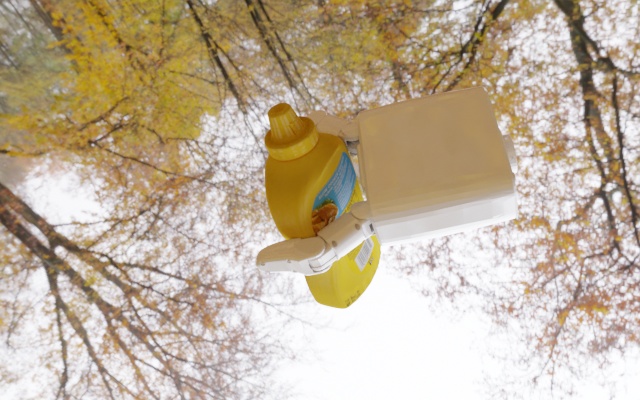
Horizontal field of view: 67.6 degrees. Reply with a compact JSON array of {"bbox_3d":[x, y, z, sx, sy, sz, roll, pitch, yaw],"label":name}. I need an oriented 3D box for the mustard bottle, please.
[{"bbox_3d":[0.000,0.002,0.406,0.058,0.192,0.096,7,48,31],"label":"mustard bottle"}]
